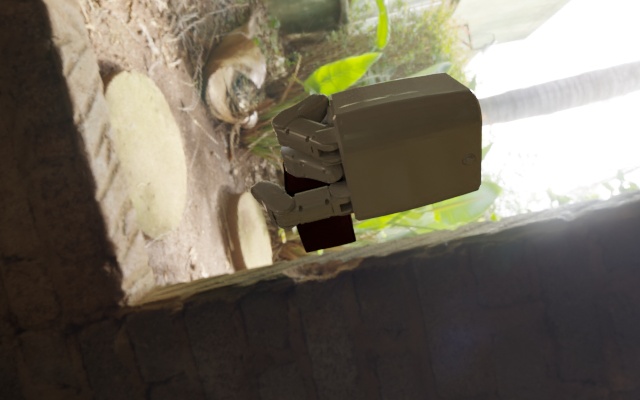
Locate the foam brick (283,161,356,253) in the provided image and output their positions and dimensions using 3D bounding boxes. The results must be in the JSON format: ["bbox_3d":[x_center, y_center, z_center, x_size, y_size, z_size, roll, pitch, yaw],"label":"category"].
[{"bbox_3d":[0.000,0.002,0.447,0.051,0.078,0.053,-13,41,4],"label":"foam brick"}]
